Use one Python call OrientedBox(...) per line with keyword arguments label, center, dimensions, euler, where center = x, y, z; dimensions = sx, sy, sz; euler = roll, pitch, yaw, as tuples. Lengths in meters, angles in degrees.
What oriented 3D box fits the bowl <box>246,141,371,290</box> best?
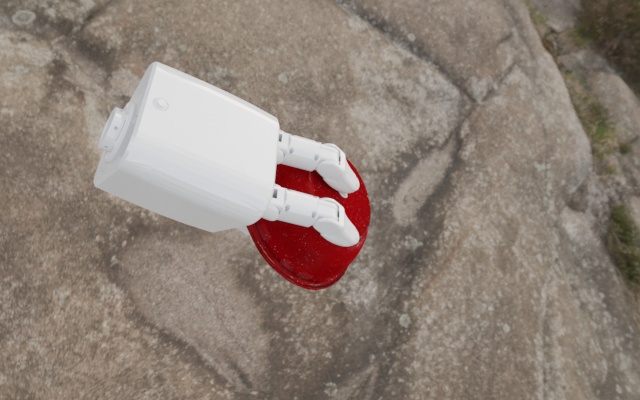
OrientedBox(label="bowl", center=(0.001, 0.002, 0.464), dimensions=(0.055, 0.162, 0.162), euler=(-24, -14, 35))
